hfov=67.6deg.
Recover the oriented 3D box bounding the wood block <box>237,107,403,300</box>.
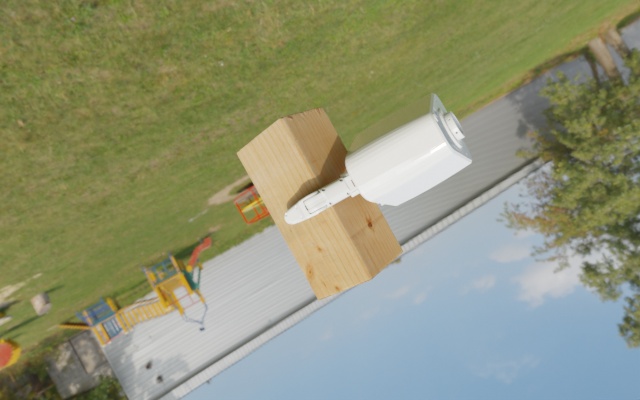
[{"bbox_3d":[0.000,0.002,0.585,0.090,0.206,0.091,-30,-1,39],"label":"wood block"}]
